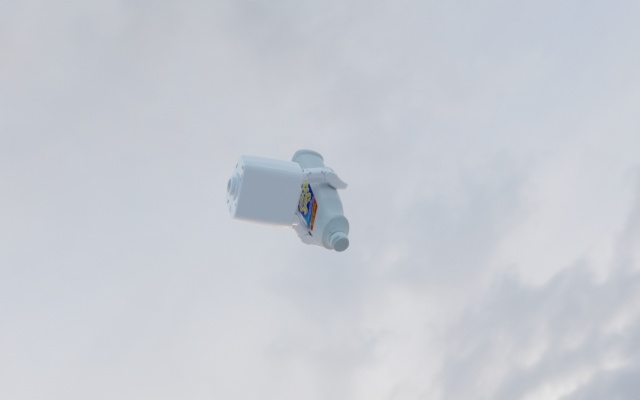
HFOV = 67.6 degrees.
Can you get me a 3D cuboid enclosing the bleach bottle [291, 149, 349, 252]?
[{"bbox_3d":[0.000,0.003,0.887,0.068,0.103,0.250,9,27,-25],"label":"bleach bottle"}]
